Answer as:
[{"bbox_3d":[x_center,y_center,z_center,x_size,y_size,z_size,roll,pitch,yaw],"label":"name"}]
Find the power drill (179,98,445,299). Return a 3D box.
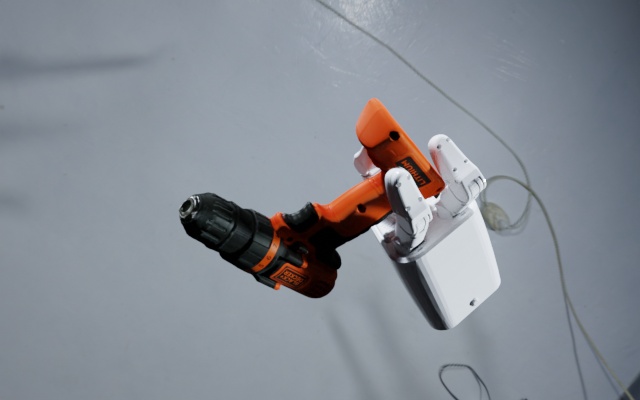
[{"bbox_3d":[0.001,0.001,0.415,0.188,0.057,0.184,-39,-43,15],"label":"power drill"}]
